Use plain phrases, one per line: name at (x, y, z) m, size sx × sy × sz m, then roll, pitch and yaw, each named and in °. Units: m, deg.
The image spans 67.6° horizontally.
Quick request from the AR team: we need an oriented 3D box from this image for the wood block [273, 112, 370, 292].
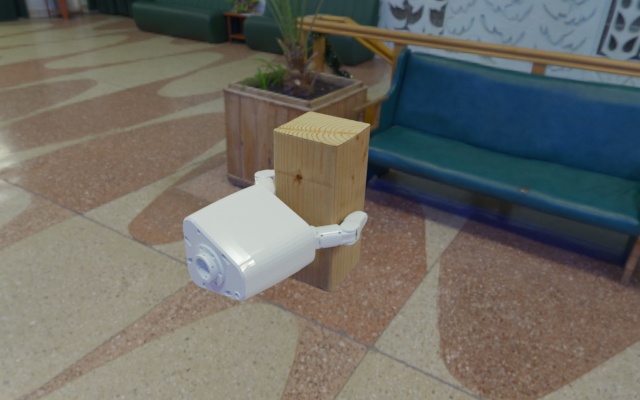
wood block at (0.000, 0.002, 0.625) m, size 0.091 × 0.206 × 0.090 m, roll 17°, pitch 32°, yaw 25°
